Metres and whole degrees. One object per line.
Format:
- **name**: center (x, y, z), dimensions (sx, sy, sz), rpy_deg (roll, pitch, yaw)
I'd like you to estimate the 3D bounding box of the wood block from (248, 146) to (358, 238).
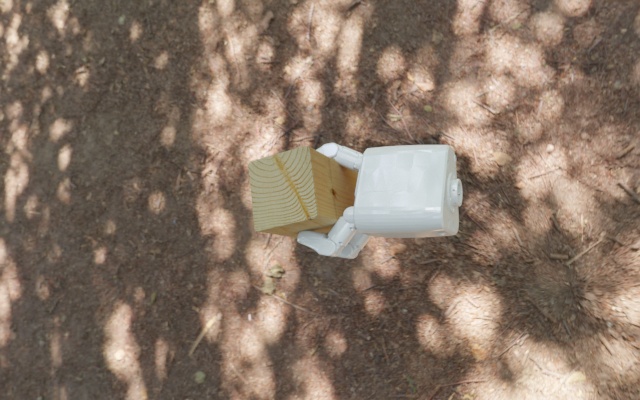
- **wood block**: center (0.000, 0.002, 0.657), dimensions (0.090, 0.090, 0.206), rpy_deg (-14, -15, 25)
